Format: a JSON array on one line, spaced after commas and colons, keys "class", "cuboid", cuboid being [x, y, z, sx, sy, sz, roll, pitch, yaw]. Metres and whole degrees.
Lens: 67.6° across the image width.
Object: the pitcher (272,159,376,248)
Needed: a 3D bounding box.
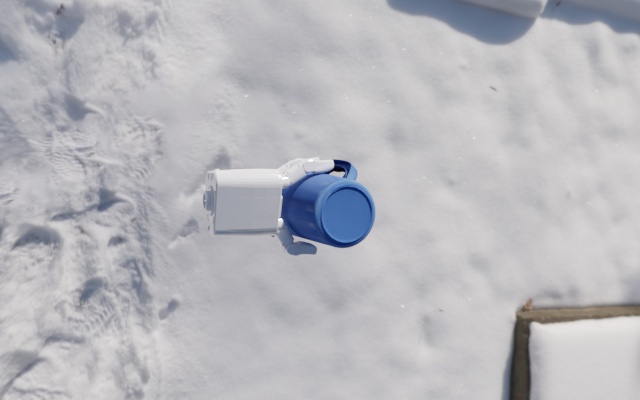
[{"class": "pitcher", "cuboid": [0.000, 0.003, 0.837, 0.145, 0.149, 0.243, -2, 6, -23]}]
